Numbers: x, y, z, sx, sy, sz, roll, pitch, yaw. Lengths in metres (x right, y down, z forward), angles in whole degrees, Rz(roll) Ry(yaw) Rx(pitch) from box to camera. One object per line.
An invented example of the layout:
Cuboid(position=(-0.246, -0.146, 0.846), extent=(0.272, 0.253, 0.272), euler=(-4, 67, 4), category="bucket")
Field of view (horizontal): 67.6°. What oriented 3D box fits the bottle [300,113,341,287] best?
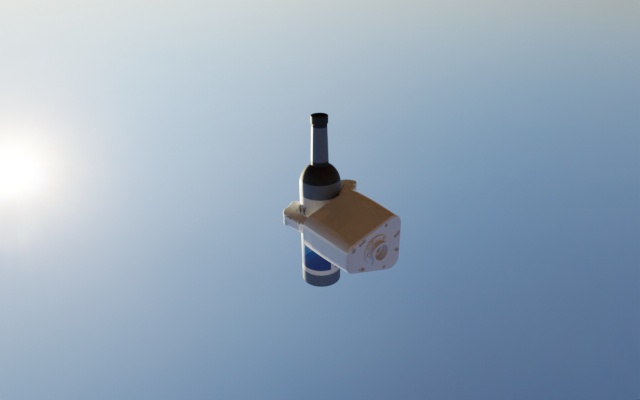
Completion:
Cuboid(position=(0.000, 0.003, 0.786), extent=(0.069, 0.296, 0.069), euler=(-1, 26, 0), category="bottle")
